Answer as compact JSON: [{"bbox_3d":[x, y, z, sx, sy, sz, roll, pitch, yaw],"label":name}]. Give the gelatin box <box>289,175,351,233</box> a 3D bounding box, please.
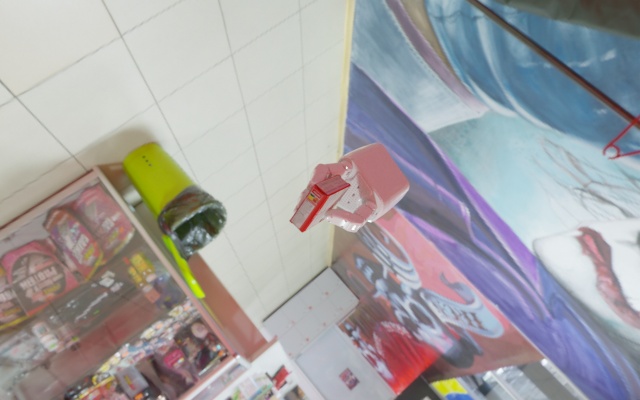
[{"bbox_3d":[0.000,0.003,0.714,0.030,0.073,0.089,41,27,11],"label":"gelatin box"}]
